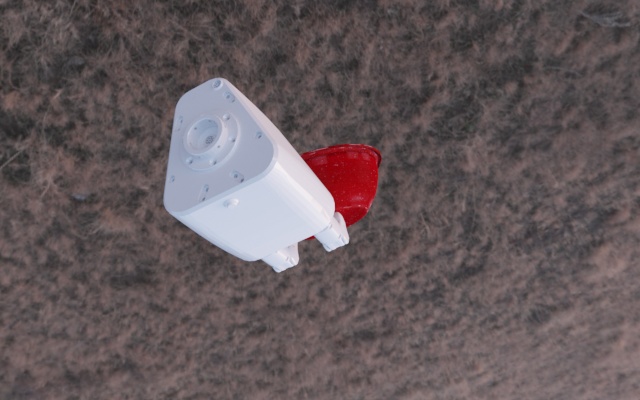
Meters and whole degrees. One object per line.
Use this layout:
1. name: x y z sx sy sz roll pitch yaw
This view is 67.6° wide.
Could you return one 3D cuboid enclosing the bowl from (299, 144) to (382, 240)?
1. bowl: 0.001 0.002 0.529 0.162 0.055 0.162 -17 -18 -6
